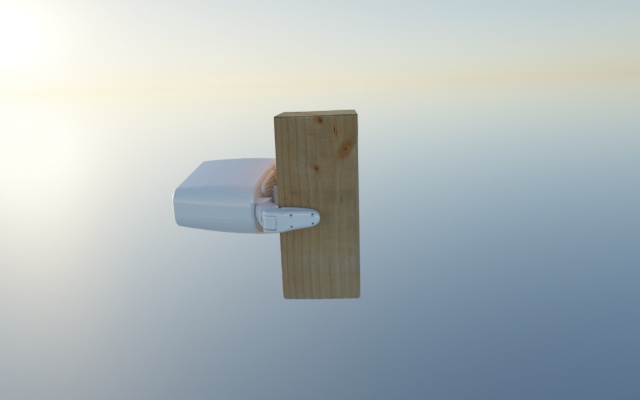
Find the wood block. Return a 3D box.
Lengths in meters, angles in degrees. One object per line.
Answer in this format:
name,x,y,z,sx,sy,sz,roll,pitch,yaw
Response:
wood block,0.000,0.002,0.558,0.090,0.206,0.090,-1,14,3
